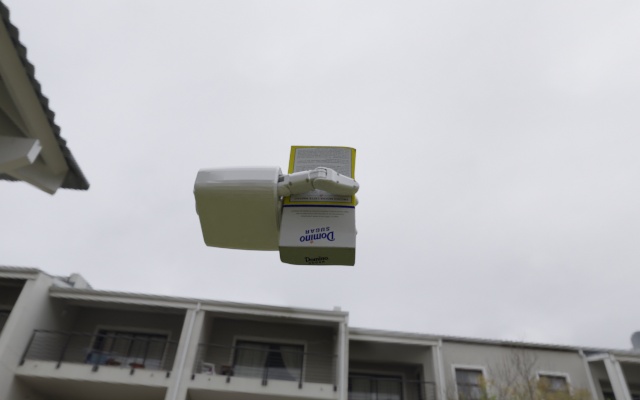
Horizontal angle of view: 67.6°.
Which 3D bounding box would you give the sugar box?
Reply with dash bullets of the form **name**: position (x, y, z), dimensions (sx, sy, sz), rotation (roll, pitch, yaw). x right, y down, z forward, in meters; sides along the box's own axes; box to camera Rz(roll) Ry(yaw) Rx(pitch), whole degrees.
- **sugar box**: position (0.000, 0.002, 0.622), dimensions (0.093, 0.176, 0.048), rotation (2, -39, 3)
